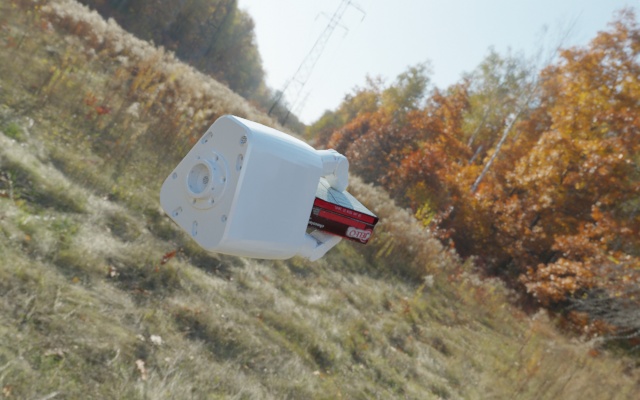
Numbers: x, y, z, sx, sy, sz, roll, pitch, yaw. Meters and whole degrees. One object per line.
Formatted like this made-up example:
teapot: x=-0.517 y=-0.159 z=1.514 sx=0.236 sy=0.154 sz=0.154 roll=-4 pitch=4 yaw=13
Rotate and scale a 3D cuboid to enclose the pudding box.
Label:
pudding box: x=0.000 y=0.002 z=0.538 sx=0.090 sy=0.039 sz=0.113 roll=20 pitch=15 yaw=-30
